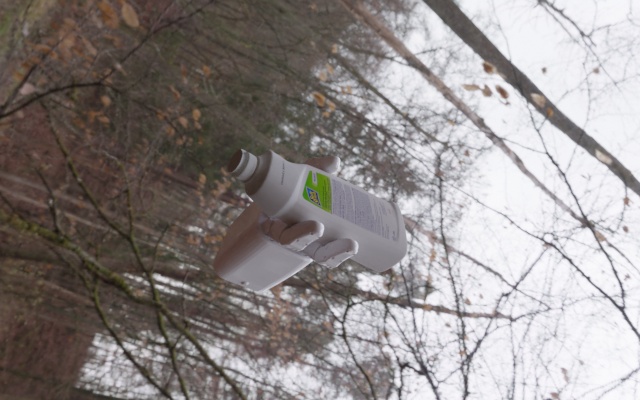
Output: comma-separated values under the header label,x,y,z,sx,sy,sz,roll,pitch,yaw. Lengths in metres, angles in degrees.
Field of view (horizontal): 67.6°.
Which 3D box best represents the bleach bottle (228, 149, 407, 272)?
label,x,y,z,sx,sy,sz,roll,pitch,yaw
bleach bottle,0.000,0.002,0.587,0.251,0.102,0.068,29,-52,-32
